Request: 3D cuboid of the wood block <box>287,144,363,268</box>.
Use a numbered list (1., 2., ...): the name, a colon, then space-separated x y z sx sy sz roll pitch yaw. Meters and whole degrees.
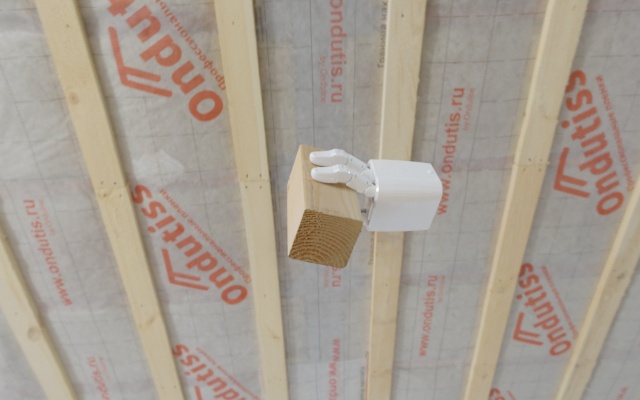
1. wood block: 0.000 0.003 0.764 0.090 0.091 0.206 12 30 -12
